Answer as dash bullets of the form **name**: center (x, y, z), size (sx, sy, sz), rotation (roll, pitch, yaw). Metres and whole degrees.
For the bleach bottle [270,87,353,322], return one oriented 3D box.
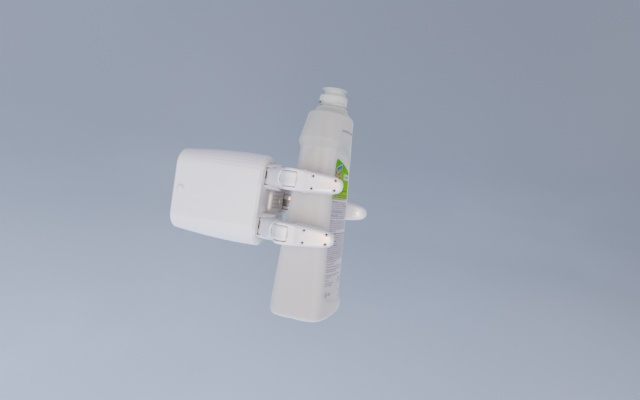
- **bleach bottle**: center (0.000, 0.002, 0.541), size (0.068, 0.251, 0.102), rotation (9, 1, 15)
